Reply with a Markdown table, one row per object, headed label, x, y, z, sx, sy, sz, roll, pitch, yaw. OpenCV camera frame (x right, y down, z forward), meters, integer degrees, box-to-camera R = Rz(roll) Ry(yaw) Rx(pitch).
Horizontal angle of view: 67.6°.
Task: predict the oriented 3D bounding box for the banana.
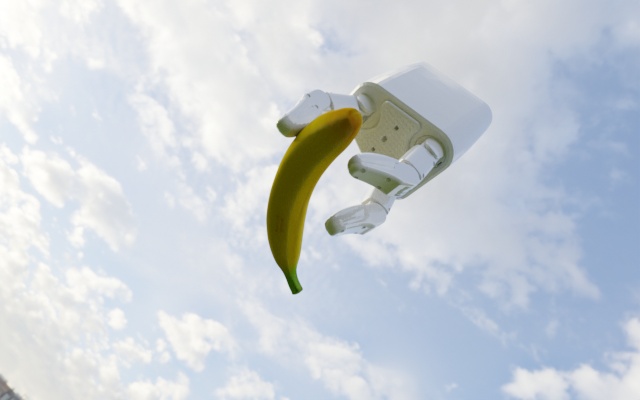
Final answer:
| label | x | y | z | sx | sy | sz | roll | pitch | yaw |
| --- | --- | --- | --- | --- | --- | --- | --- | --- | --- |
| banana | -0.014 | -0.007 | 0.415 | 0.069 | 0.198 | 0.037 | 38 | 43 | 25 |
